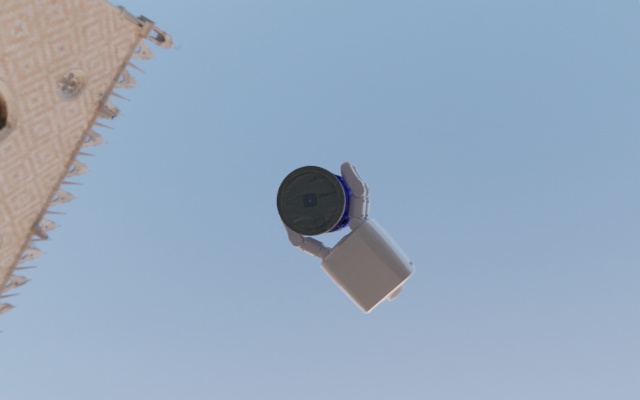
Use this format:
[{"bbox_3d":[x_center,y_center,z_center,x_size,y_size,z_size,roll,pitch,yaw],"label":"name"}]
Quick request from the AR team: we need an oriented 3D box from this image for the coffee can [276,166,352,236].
[{"bbox_3d":[0.000,0.002,0.758,0.103,0.103,0.140,0,-2,13],"label":"coffee can"}]
